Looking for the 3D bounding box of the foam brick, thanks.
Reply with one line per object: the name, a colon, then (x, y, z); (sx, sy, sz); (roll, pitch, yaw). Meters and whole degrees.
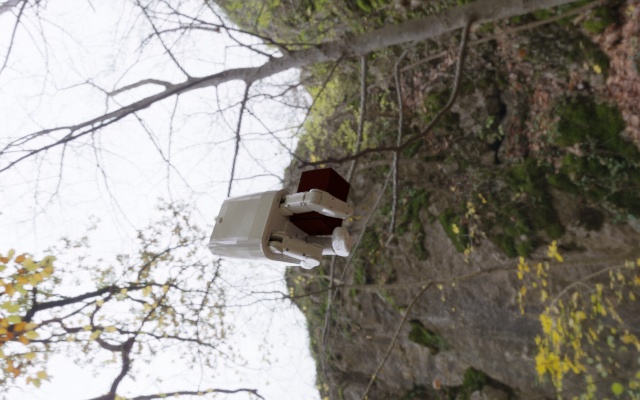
foam brick: (0.000, 0.002, 0.651); (0.051, 0.078, 0.053); (-5, -31, 35)
